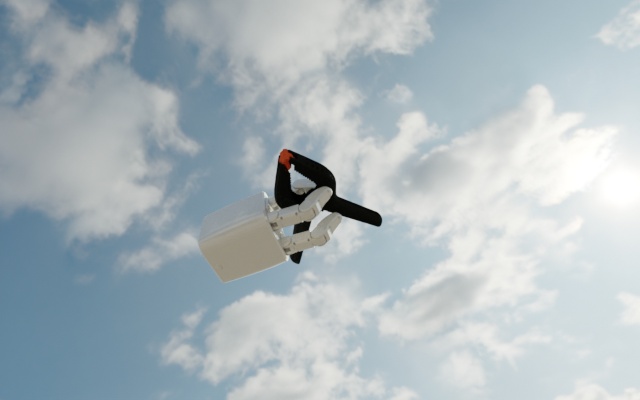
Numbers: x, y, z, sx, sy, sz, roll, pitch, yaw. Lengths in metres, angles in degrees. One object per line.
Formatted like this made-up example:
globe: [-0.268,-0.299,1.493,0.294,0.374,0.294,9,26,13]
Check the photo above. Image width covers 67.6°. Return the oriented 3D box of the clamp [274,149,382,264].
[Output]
clamp: [0.000,0.002,0.731,0.164,0.210,0.036,-21,40,2]
